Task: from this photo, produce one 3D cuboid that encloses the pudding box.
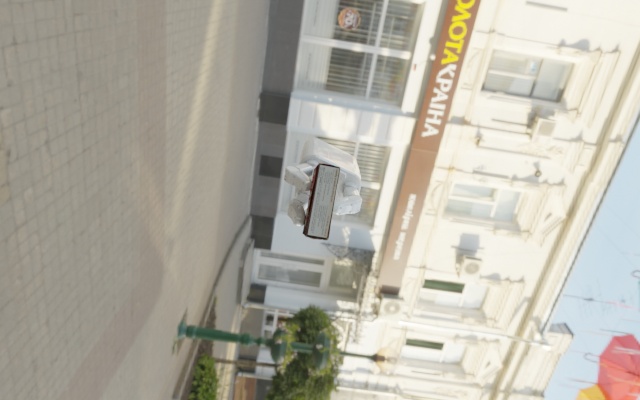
[{"bbox_3d":[0.000,0.002,0.739,0.039,0.113,0.090,8,-2,-4],"label":"pudding box"}]
